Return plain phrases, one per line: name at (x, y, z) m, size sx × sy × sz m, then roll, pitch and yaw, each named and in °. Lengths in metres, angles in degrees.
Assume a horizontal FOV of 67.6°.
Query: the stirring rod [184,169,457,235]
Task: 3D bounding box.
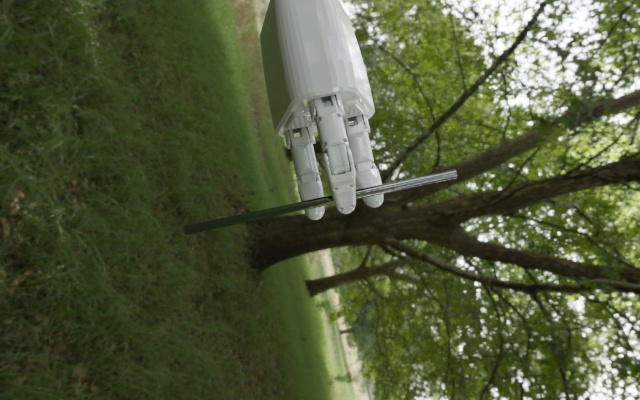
stirring rod at (0.000, 0.001, 0.416) m, size 0.239 × 0.011 × 0.011 m, roll -12°, pitch 0°, yaw 0°
